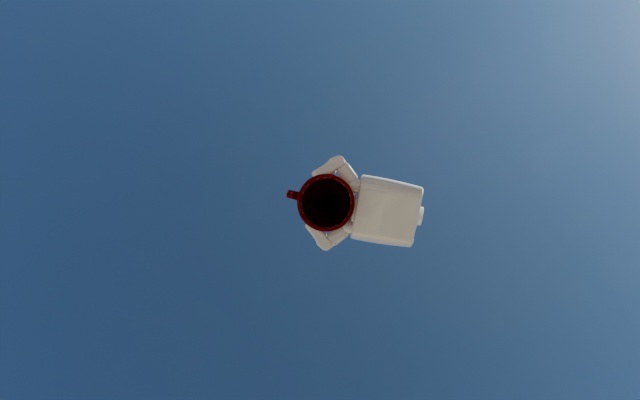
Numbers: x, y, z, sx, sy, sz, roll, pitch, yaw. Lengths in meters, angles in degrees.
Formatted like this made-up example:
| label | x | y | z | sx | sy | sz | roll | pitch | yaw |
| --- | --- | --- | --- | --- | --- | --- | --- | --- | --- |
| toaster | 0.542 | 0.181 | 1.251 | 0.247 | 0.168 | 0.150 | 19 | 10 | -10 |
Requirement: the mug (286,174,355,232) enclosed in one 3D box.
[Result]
| label | x | y | z | sx | sy | sz | roll | pitch | yaw |
| --- | --- | --- | --- | --- | --- | --- | --- | --- | --- |
| mug | -0.001 | 0.002 | 0.802 | 0.117 | 0.093 | 0.081 | 11 | -1 | 5 |
